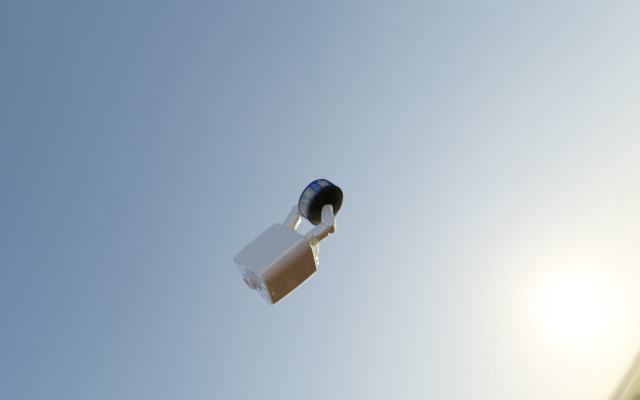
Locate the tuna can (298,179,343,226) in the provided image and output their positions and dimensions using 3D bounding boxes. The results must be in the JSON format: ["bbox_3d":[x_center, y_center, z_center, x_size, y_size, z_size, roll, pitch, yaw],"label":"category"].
[{"bbox_3d":[0.000,0.003,0.897,0.086,0.086,0.033,0,27,-46],"label":"tuna can"}]
